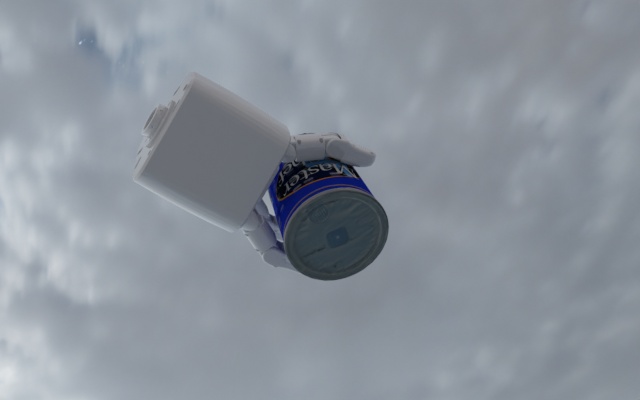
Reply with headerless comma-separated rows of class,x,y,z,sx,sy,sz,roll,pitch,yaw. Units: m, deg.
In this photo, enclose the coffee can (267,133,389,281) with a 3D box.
coffee can,0.000,0.002,0.509,0.103,0.103,0.140,0,29,-16
